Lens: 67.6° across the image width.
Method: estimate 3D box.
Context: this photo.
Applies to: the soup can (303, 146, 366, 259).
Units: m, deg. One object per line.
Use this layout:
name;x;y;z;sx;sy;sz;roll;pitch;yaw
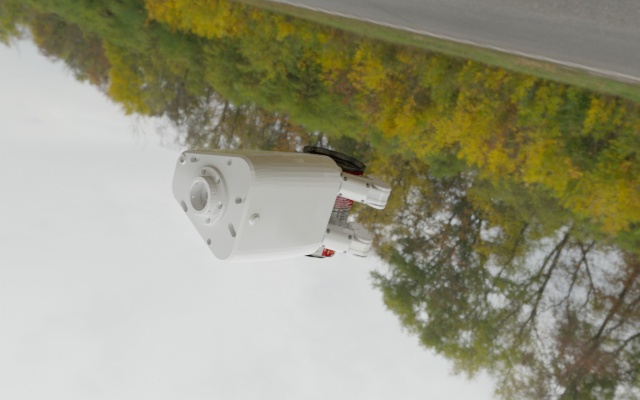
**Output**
soup can;0.000;0.002;0.504;0.068;0.102;0.068;16;16;-5
